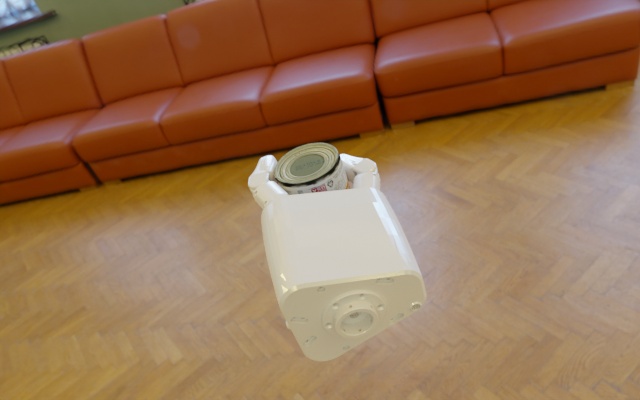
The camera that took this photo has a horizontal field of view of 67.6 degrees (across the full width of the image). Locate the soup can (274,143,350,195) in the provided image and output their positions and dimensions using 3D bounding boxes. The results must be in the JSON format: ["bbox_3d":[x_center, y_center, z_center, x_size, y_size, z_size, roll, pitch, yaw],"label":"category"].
[{"bbox_3d":[0.000,0.001,0.485,0.068,0.102,0.068,-13,38,10],"label":"soup can"}]
